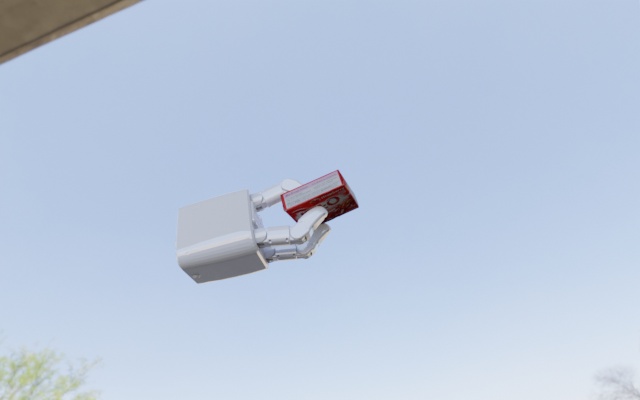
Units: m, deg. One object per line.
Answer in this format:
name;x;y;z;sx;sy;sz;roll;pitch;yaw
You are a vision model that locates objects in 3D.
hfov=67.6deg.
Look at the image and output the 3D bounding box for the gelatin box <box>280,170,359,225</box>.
gelatin box;0.000;0.002;0.655;0.089;0.030;0.073;-24;-32;9
